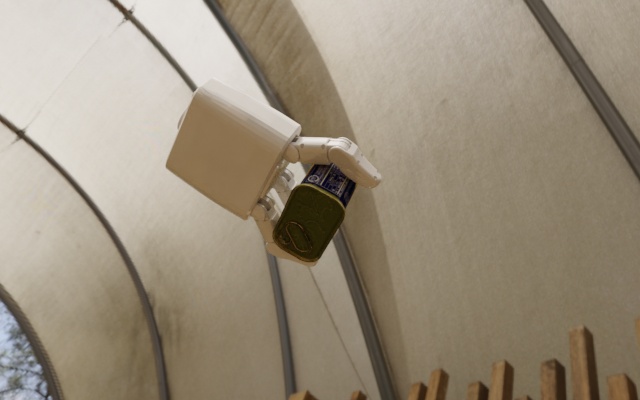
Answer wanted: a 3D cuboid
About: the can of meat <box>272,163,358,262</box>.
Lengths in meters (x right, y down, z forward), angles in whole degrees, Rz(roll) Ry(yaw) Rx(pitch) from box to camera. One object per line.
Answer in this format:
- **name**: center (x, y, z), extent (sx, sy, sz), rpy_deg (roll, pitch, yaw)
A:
- **can of meat**: center (0.000, 0.001, 0.508), extent (0.057, 0.102, 0.084), rpy_deg (29, 43, 1)
